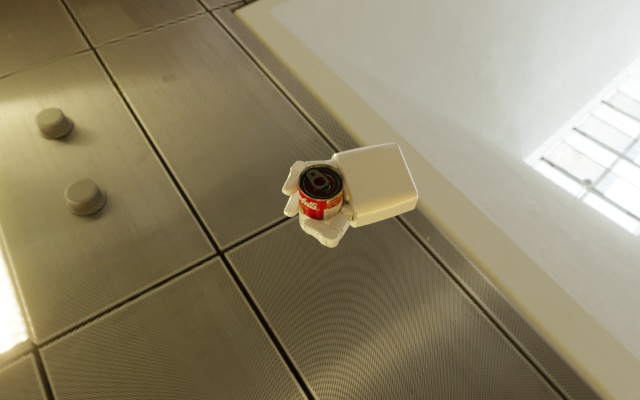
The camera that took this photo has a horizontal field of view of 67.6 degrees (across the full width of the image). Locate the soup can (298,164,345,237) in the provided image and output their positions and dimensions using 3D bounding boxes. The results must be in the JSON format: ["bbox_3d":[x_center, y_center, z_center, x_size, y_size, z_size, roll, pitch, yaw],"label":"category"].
[{"bbox_3d":[0.000,0.003,0.730,0.068,0.068,0.102,0,-37,-2],"label":"soup can"}]
